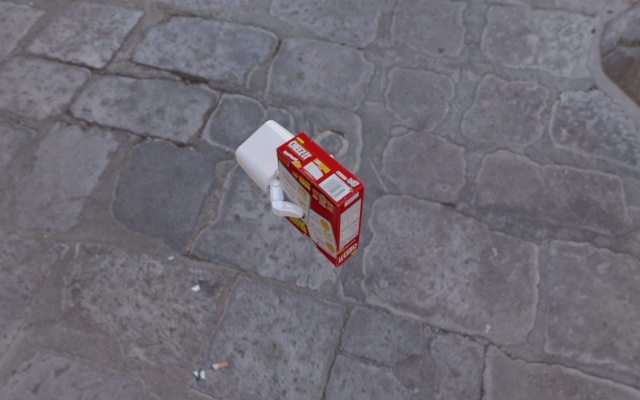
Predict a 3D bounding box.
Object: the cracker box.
[{"bbox_3d":[0.000,0.003,0.882,0.072,0.164,0.214,-36,-28,-22],"label":"cracker box"}]
